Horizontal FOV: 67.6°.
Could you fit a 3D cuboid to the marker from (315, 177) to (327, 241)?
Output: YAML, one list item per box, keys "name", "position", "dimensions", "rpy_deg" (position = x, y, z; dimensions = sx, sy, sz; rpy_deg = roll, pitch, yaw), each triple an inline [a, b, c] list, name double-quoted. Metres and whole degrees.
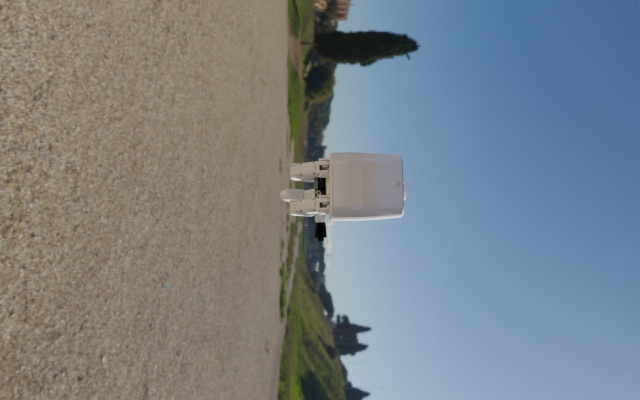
- name: "marker"
  position: [0.000, 0.002, 0.741]
  dimensions: [0.020, 0.121, 0.020]
  rpy_deg: [-1, -8, 0]
